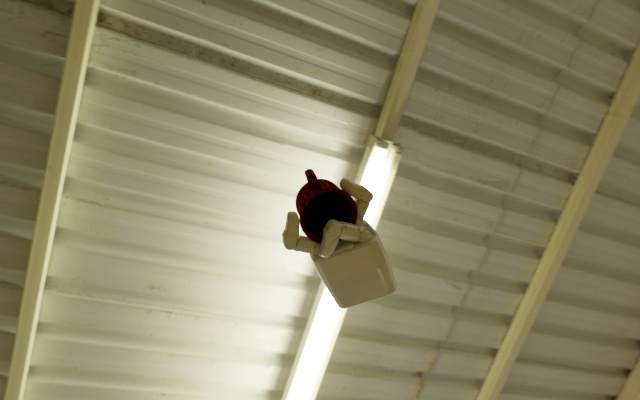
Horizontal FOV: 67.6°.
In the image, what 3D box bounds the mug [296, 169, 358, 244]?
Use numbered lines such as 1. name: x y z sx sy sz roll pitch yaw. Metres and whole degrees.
1. mug: -0.001 0.001 0.771 0.093 0.117 0.081 -26 22 -3
